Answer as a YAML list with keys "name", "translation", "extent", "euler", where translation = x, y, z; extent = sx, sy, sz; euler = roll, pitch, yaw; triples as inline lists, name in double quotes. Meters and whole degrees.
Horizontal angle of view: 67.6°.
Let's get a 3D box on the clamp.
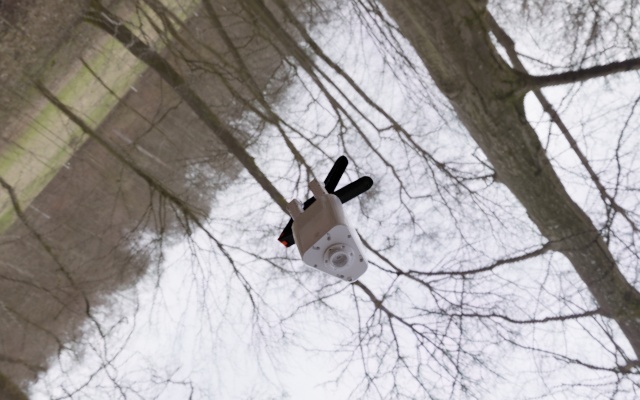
- name: "clamp"
  translation: [0.000, 0.004, 0.894]
  extent: [0.036, 0.210, 0.164]
  euler: [43, 11, -22]
